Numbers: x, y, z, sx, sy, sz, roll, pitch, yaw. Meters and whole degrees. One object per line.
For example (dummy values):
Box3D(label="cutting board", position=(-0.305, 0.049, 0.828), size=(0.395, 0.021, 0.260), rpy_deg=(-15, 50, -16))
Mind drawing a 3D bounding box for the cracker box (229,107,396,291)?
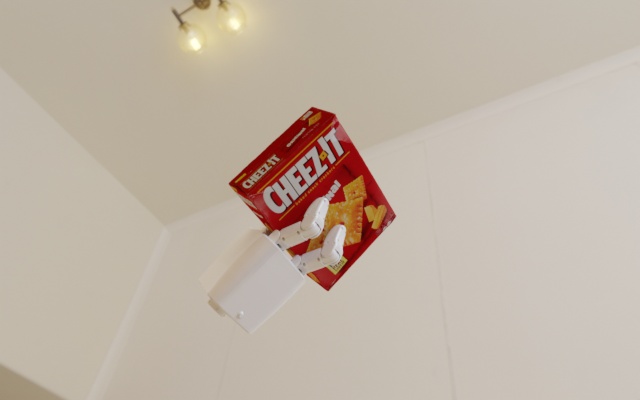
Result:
Box3D(label="cracker box", position=(0.000, 0.002, 0.690), size=(0.072, 0.164, 0.214), rpy_deg=(28, -22, 52))
